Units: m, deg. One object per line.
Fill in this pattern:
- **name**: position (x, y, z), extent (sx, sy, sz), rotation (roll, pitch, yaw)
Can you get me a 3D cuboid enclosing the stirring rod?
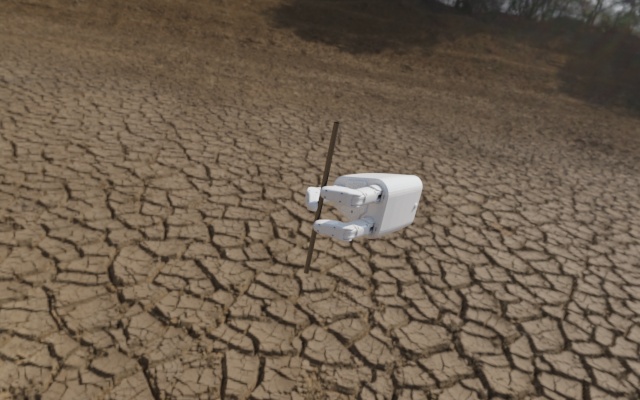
- **stirring rod**: position (0.000, 0.002, 0.705), extent (0.011, 0.240, 0.011), rotation (10, 21, -4)
